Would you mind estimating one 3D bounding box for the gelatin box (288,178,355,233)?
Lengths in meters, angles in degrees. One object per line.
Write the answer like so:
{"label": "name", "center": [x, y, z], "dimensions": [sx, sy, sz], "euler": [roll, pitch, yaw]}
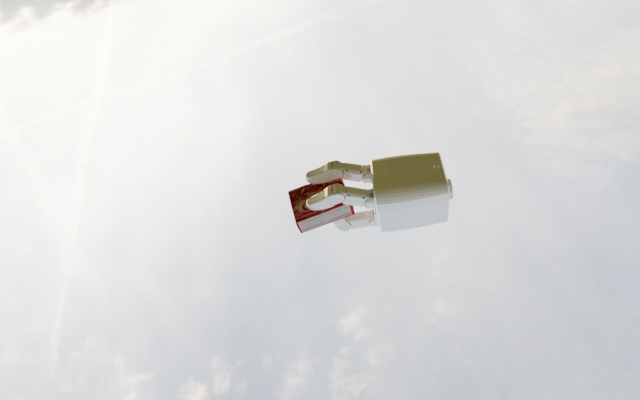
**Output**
{"label": "gelatin box", "center": [0.000, 0.003, 0.732], "dimensions": [0.089, 0.030, 0.073], "euler": [-21, 43, 2]}
